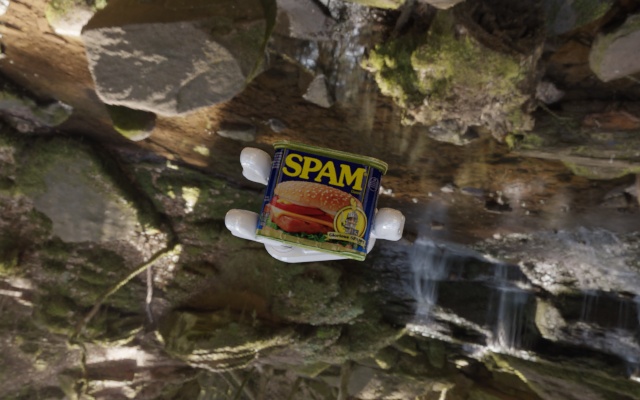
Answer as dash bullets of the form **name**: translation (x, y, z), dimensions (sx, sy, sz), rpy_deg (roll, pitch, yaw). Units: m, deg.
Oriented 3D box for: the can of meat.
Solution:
- **can of meat**: translation (0.000, 0.002, 0.418), dimensions (0.102, 0.084, 0.057), rpy_deg (12, -8, 4)
